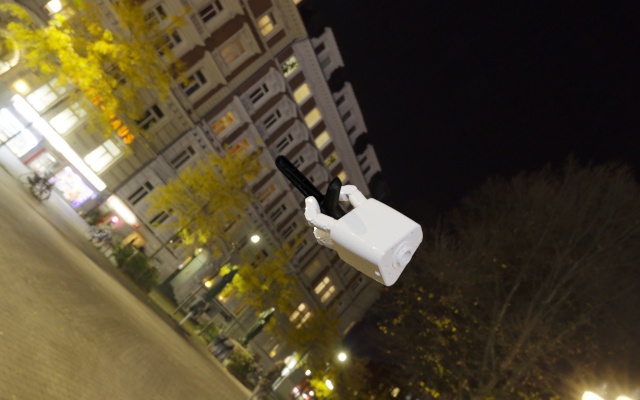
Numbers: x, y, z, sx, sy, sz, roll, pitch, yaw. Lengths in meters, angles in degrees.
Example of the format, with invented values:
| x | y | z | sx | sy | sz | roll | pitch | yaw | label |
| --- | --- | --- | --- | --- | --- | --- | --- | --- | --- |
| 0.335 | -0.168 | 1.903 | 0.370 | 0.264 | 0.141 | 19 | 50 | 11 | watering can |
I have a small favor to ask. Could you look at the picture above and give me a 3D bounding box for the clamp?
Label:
| x | y | z | sx | sy | sz | roll | pitch | yaw | label |
| --- | --- | --- | --- | --- | --- | --- | --- | --- | --- |
| 0.001 | 0.003 | 0.893 | 0.164 | 0.036 | 0.210 | 29 | -23 | 38 | clamp |
